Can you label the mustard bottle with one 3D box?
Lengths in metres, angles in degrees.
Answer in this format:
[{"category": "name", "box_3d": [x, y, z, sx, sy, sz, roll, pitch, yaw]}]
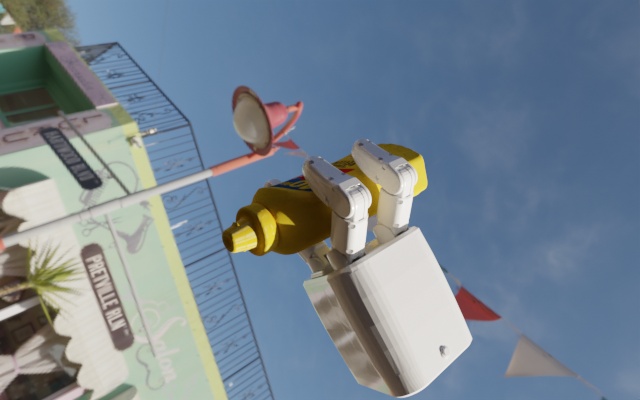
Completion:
[{"category": "mustard bottle", "box_3d": [0.000, 0.001, 0.415, 0.191, 0.058, 0.096, -24, 20, -38]}]
